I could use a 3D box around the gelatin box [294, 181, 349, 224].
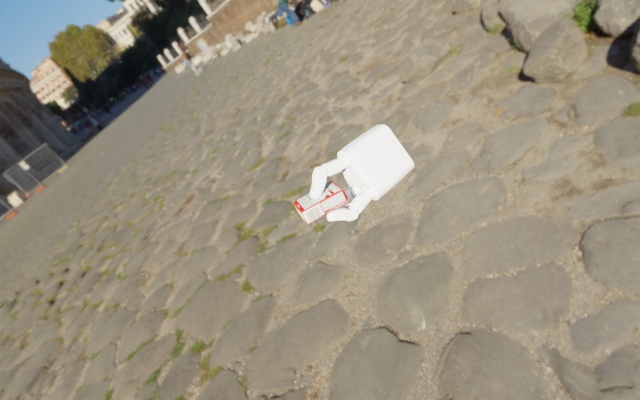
[{"bbox_3d":[0.000,0.003,0.894,0.089,0.030,0.073,-29,20,-7],"label":"gelatin box"}]
